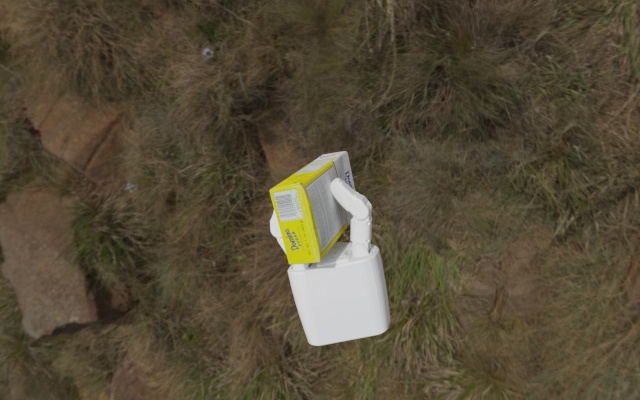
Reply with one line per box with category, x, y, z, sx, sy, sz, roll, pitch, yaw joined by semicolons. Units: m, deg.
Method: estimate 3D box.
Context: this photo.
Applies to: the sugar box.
sugar box;0.000;0.002;0.600;0.048;0.093;0.176;-8;14;20
